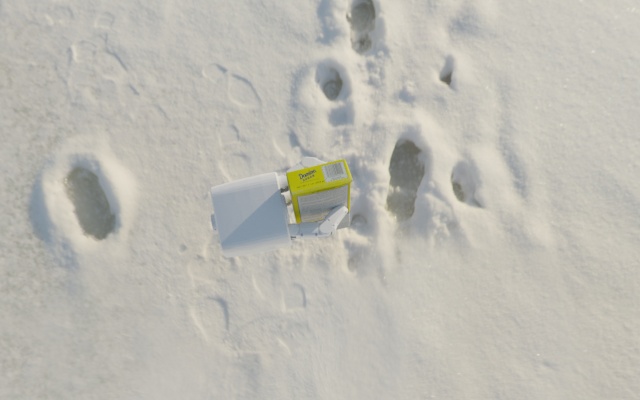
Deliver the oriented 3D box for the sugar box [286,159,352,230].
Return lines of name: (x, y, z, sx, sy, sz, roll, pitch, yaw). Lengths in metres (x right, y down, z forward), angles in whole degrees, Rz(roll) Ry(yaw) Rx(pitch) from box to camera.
sugar box: (0.000, 0.002, 0.771, 0.093, 0.048, 0.176, -13, -23, -5)
